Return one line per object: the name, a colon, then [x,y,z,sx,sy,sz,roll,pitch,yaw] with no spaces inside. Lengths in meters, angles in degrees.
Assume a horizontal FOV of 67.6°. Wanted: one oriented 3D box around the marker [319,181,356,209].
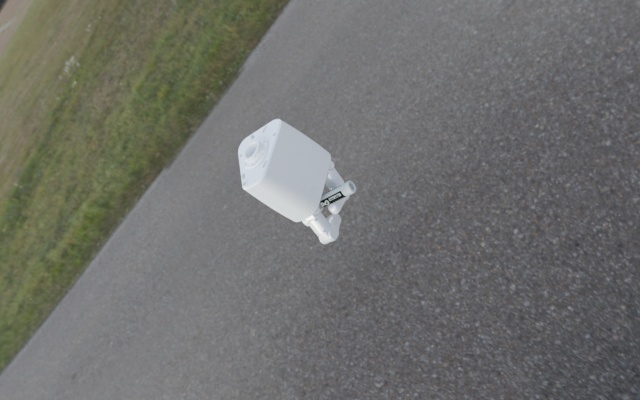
marker: [0.000,0.002,0.714,0.121,0.020,0.020,-26,-15,33]
